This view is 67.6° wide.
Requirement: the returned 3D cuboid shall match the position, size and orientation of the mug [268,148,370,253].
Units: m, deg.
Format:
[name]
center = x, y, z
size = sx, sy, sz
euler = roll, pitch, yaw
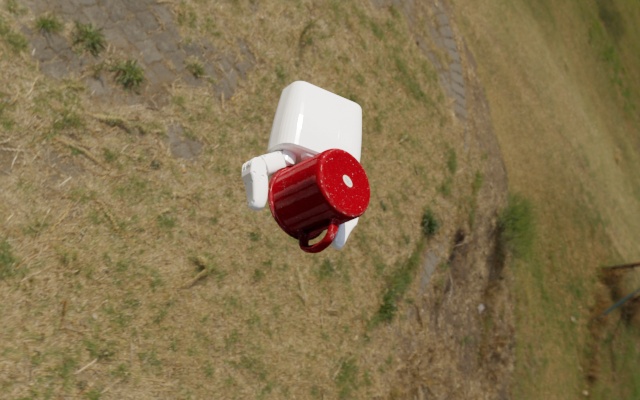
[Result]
[mug]
center = 0.000, 0.003, 0.532
size = 0.093, 0.117, 0.081
euler = 28, -35, -34
